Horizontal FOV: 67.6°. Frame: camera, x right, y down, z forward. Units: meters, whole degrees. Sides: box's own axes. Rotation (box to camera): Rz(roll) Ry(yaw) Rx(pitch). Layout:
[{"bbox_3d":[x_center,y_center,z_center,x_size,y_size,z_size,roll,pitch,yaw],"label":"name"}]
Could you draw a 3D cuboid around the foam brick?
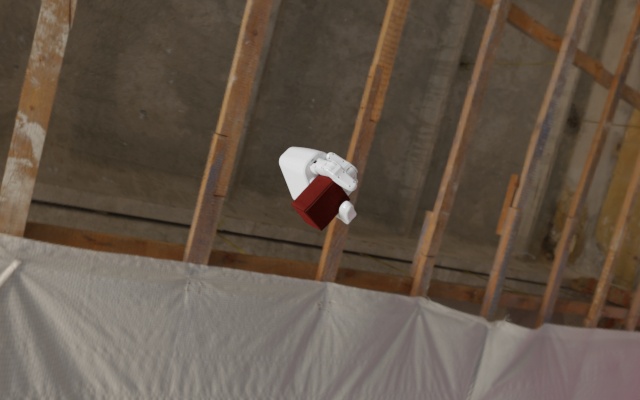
[{"bbox_3d":[0.000,0.003,0.808,0.051,0.078,0.053,23,-25,55],"label":"foam brick"}]
